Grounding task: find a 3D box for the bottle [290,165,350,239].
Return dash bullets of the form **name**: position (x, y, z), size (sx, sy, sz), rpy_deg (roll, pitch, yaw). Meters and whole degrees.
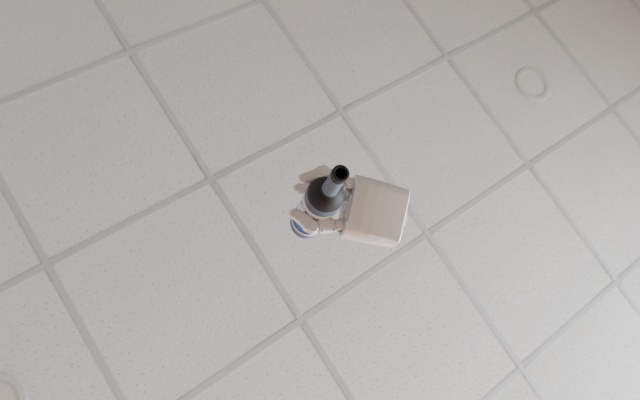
- **bottle**: position (0.000, 0.003, 0.856), size (0.069, 0.069, 0.296), rpy_deg (0, -18, -13)
